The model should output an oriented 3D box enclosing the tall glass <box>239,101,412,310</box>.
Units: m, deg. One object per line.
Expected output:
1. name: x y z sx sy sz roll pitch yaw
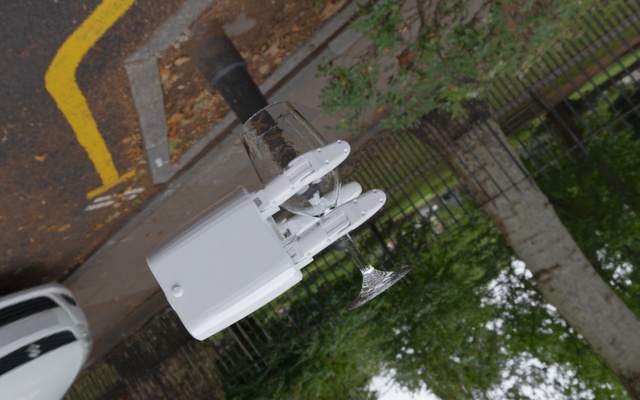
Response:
1. tall glass: 0.001 0.002 0.464 0.079 0.201 0.079 -33 -7 -5
